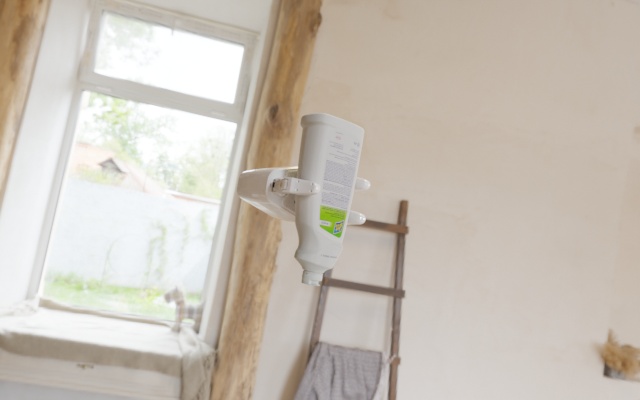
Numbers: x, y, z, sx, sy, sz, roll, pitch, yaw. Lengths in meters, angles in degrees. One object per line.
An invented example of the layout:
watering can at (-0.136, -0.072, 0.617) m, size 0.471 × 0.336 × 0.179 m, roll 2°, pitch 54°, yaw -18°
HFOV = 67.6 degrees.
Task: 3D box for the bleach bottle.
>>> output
bleach bottle at (0.000, 0.002, 0.727) m, size 0.102 × 0.251 × 0.068 m, roll 13°, pitch -5°, yaw -37°
